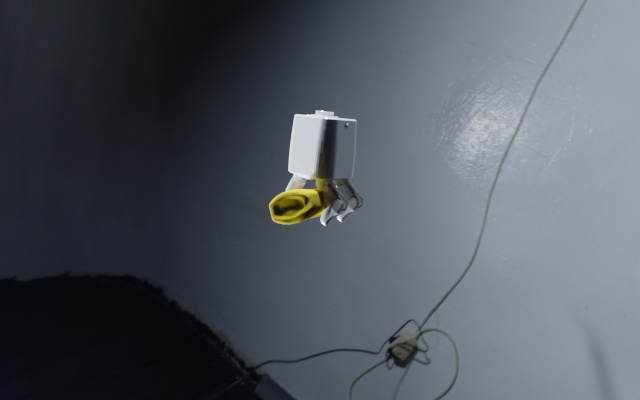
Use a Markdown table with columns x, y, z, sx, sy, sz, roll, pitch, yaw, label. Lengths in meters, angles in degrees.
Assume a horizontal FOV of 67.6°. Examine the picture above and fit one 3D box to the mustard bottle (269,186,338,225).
| x | y | z | sx | sy | sz | roll | pitch | yaw | label |
| --- | --- | --- | --- | --- | --- | --- | --- | --- | --- |
| 0.000 | 0.003 | 0.889 | 0.096 | 0.058 | 0.191 | -18 | -5 | 35 | mustard bottle |
